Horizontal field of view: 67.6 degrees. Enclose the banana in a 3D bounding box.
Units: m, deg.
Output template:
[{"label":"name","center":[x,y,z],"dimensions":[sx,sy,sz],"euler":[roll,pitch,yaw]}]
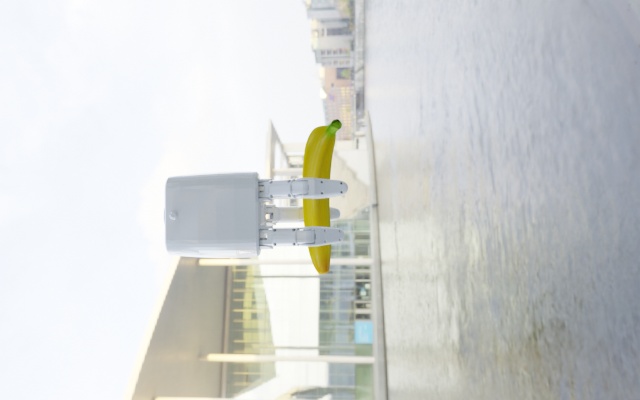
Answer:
[{"label":"banana","center":[-0.003,-0.008,0.592],"dimensions":[0.037,0.198,0.069],"euler":[-1,22,-9]}]
